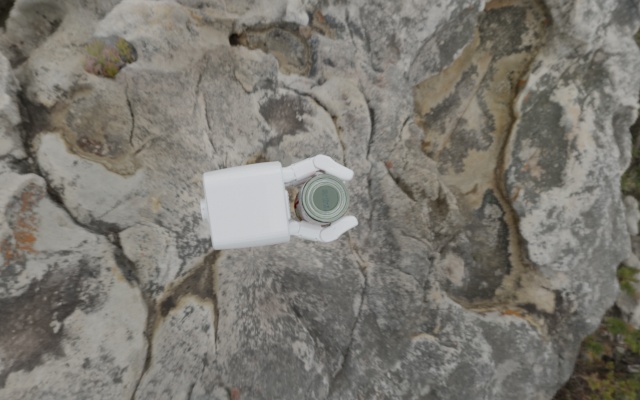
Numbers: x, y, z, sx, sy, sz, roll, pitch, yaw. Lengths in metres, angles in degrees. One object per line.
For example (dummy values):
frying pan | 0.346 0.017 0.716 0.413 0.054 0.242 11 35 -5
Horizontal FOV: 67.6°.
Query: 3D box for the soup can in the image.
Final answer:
soup can | 0.001 0.002 0.682 0.068 0.068 0.102 0 -7 -8
